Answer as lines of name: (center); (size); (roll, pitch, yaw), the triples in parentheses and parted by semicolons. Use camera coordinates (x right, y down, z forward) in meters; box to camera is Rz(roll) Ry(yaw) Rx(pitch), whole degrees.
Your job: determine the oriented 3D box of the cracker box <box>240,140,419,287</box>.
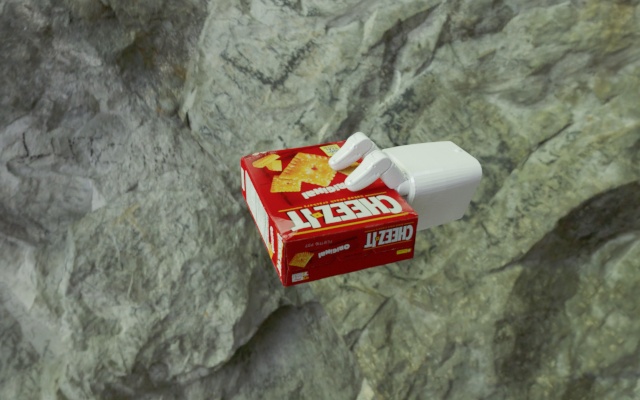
cracker box: (0.000, 0.002, 0.611); (0.164, 0.072, 0.213); (-10, 33, -17)
